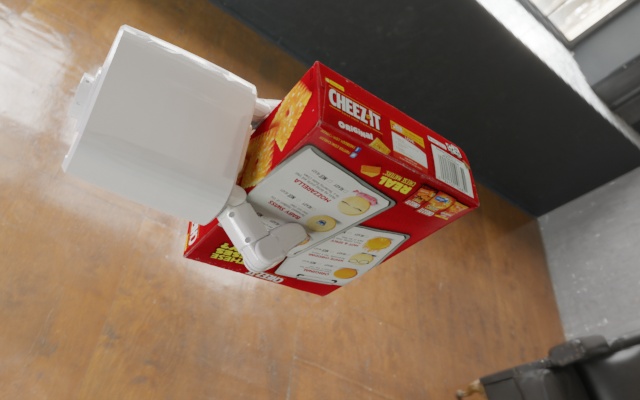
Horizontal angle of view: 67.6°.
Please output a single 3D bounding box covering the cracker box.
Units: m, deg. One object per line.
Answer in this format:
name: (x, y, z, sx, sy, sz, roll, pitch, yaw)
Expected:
cracker box: (0.000, 0.001, 0.426, 0.164, 0.072, 0.214, 22, -41, -29)
